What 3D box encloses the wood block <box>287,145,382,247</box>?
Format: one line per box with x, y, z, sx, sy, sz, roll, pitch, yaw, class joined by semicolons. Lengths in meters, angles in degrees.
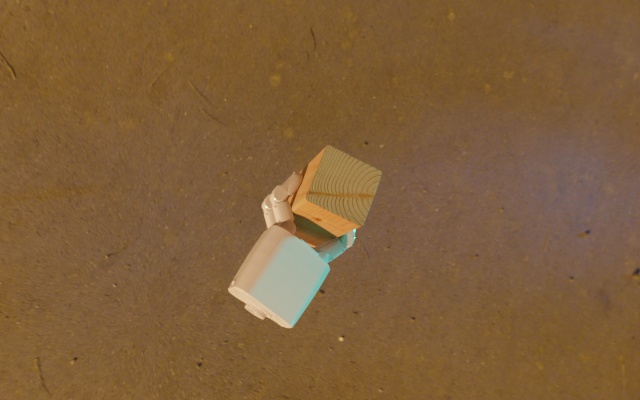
0.000;0.003;0.739;0.091;0.090;0.206;26;-20;-12;wood block
